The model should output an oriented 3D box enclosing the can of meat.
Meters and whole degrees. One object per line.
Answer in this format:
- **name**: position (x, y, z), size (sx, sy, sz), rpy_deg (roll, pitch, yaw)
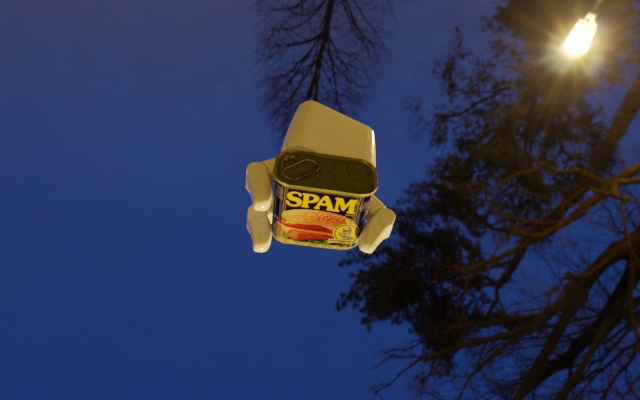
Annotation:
- **can of meat**: position (0.000, 0.002, 0.493), size (0.102, 0.084, 0.057), rpy_deg (8, 41, -3)
